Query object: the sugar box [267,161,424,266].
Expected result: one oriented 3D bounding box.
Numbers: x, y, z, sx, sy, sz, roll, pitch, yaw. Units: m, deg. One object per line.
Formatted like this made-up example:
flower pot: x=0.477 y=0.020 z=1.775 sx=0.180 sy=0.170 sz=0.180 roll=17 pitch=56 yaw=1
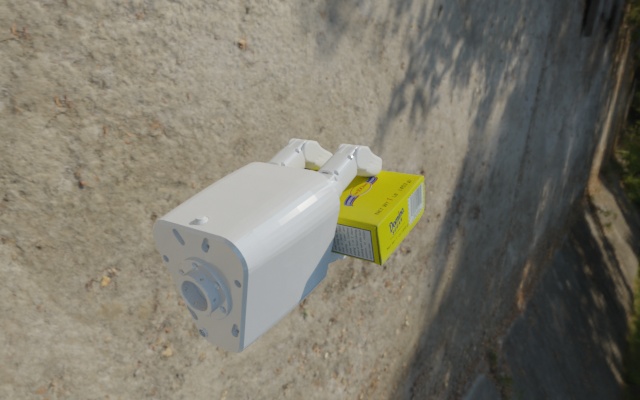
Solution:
sugar box: x=0.000 y=0.001 z=0.454 sx=0.176 sy=0.048 sz=0.093 roll=12 pitch=35 yaw=32
